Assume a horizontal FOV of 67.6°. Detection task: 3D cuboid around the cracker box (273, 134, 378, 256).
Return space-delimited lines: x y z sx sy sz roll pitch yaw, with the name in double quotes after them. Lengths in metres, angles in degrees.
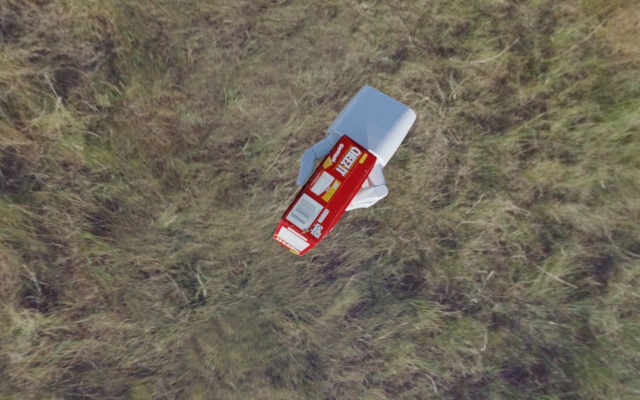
0.000 0.002 0.784 0.072 0.164 0.214 36 -14 0 "cracker box"
